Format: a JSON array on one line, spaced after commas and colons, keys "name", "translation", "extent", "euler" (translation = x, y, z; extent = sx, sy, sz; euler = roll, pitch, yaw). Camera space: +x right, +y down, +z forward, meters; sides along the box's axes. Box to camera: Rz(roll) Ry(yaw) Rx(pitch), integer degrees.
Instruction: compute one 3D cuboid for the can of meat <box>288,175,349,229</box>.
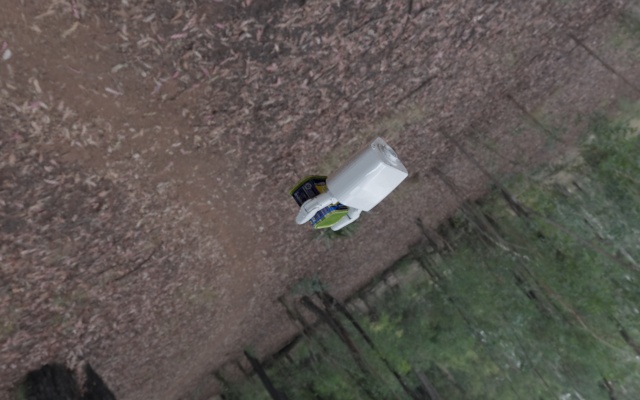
[{"name": "can of meat", "translation": [0.000, 0.003, 0.892], "extent": [0.057, 0.084, 0.102], "euler": [-41, -15, 21]}]
